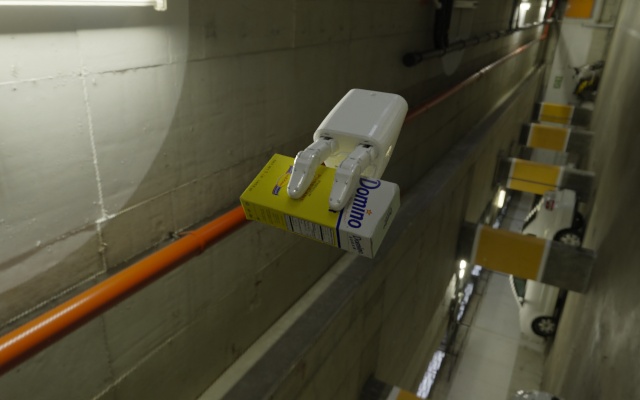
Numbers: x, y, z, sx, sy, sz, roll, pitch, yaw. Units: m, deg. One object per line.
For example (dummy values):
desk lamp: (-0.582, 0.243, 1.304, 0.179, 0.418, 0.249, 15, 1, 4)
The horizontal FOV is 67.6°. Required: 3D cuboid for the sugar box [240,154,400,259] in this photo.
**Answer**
sugar box: (0.000, 0.001, 0.589, 0.176, 0.048, 0.093, 13, 50, 24)
